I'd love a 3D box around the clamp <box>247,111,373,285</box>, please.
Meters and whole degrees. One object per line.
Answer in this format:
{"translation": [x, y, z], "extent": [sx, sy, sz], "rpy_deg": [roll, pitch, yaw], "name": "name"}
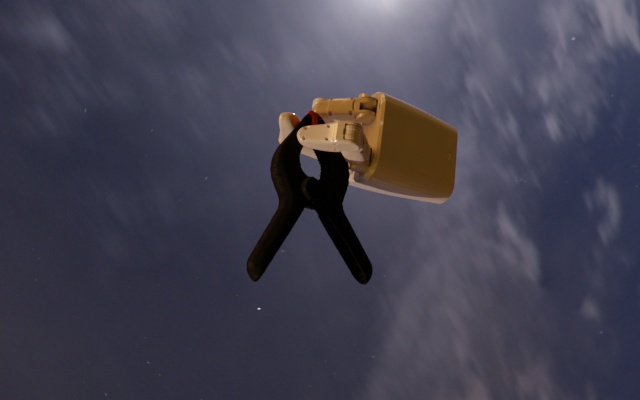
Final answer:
{"translation": [0.000, 0.001, 0.456], "extent": [0.120, 0.171, 0.039], "rpy_deg": [16, -19, -26], "name": "clamp"}
